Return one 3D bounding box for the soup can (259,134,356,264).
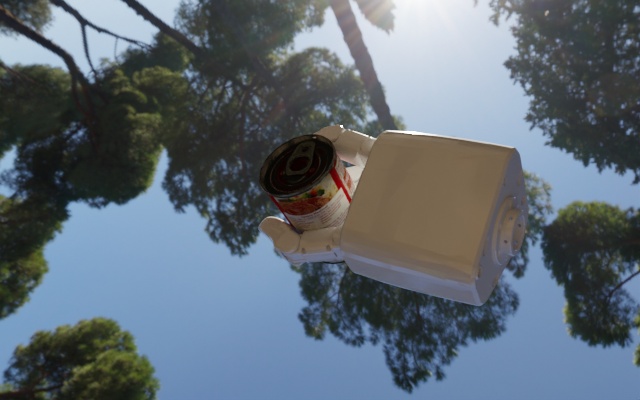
[{"bbox_3d":[0.000,0.002,0.421,0.068,0.068,0.102,0,-38,30],"label":"soup can"}]
